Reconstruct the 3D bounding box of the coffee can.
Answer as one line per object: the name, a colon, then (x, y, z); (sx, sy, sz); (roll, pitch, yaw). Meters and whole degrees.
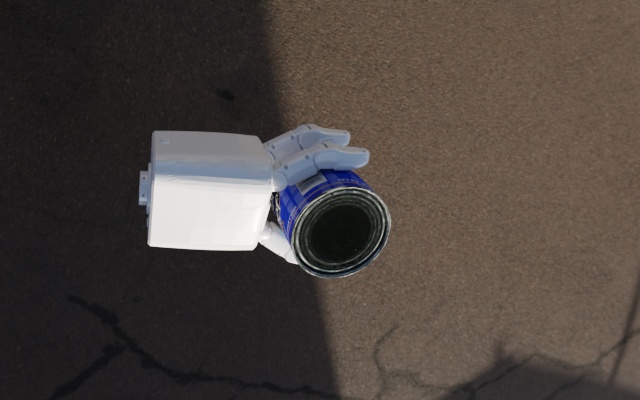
coffee can: (0.000, 0.002, 0.516); (0.103, 0.103, 0.140); (0, 26, -20)
